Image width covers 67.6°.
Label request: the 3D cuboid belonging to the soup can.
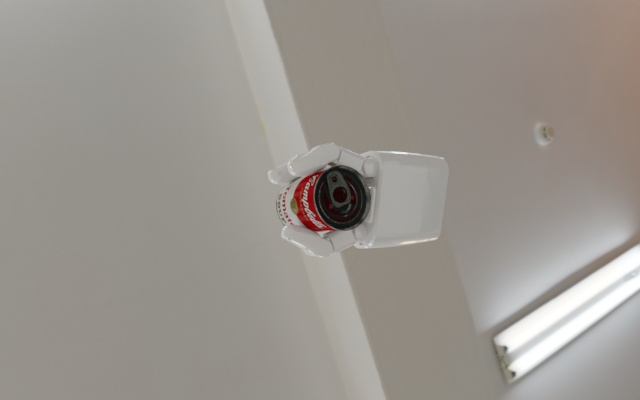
[{"bbox_3d":[0.000,0.002,0.532,0.068,0.068,0.102,0,-5,-28],"label":"soup can"}]
